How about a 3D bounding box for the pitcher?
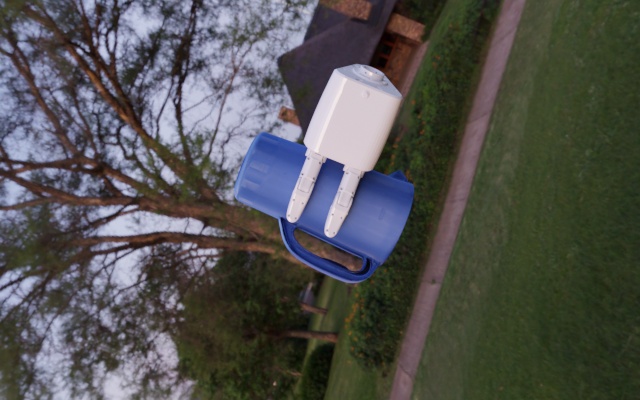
[{"bbox_3d":[0.000,0.002,0.697,0.243,0.145,0.149,22,28,-3],"label":"pitcher"}]
